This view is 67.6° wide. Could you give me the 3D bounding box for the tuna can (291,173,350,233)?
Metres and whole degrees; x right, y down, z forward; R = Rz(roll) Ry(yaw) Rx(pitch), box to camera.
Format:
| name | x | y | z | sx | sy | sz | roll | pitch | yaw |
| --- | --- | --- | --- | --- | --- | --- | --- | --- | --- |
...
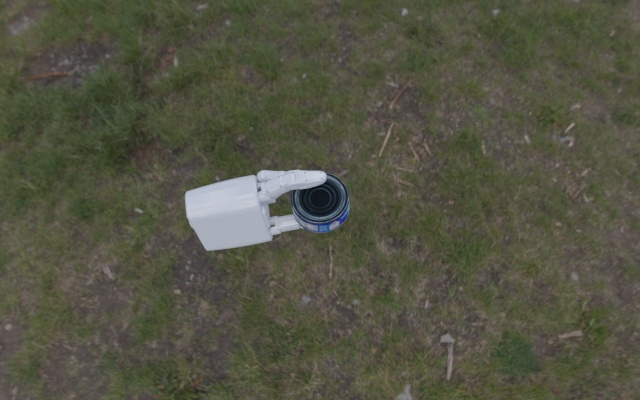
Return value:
| name | x | y | z | sx | sy | sz | roll | pitch | yaw |
| --- | --- | --- | --- | --- | --- | --- | --- | --- | --- |
| tuna can | 0.000 | 0.002 | 0.697 | 0.086 | 0.086 | 0.034 | 0 | -26 | 3 |
